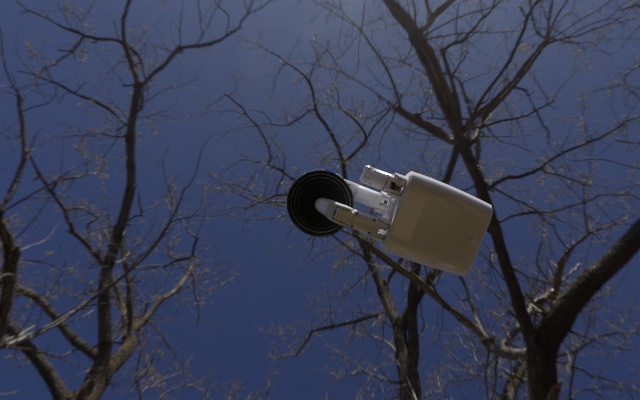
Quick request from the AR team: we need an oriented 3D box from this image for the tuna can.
[{"bbox_3d":[0.000,0.002,0.620,0.086,0.086,0.033,0,8,0],"label":"tuna can"}]
